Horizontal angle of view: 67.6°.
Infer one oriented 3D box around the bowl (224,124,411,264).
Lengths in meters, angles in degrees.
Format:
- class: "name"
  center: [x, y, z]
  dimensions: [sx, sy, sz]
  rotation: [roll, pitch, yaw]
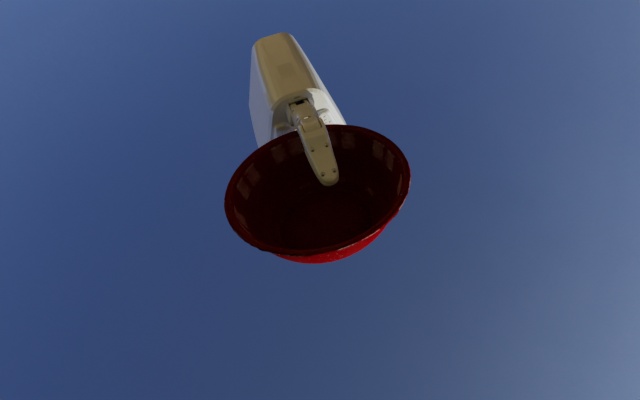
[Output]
- class: "bowl"
  center: [0.000, 0.003, 0.426]
  dimensions: [0.162, 0.055, 0.162]
  rotation: [-7, 44, 7]
